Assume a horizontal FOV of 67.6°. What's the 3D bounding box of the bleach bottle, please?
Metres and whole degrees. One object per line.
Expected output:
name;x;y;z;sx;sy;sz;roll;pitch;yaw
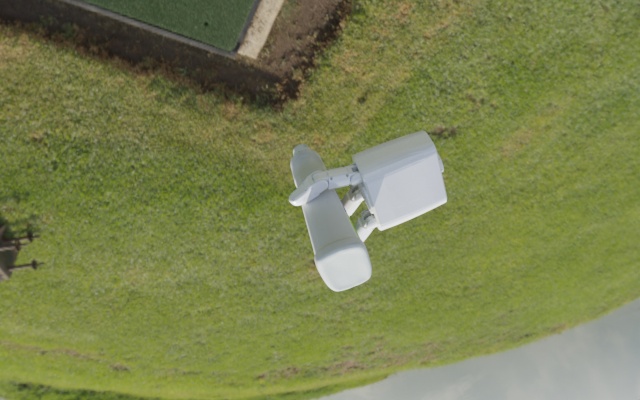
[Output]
bleach bottle;0.000;0.002;0.695;0.068;0.250;0.103;-21;-40;1
